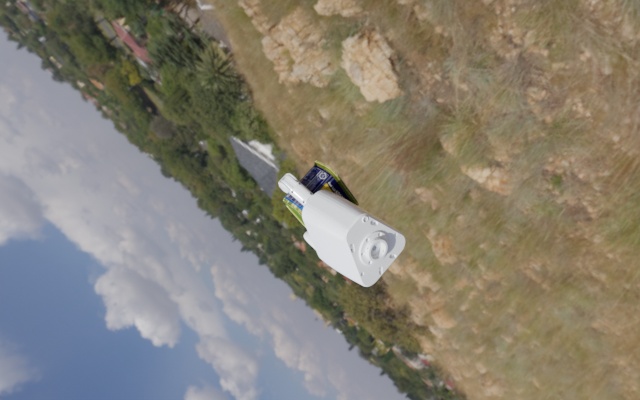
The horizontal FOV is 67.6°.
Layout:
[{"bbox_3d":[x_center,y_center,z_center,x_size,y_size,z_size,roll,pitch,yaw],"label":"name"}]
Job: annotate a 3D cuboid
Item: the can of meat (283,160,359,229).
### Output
[{"bbox_3d":[0.000,0.003,0.756,0.057,0.084,0.102,30,-15,48],"label":"can of meat"}]
